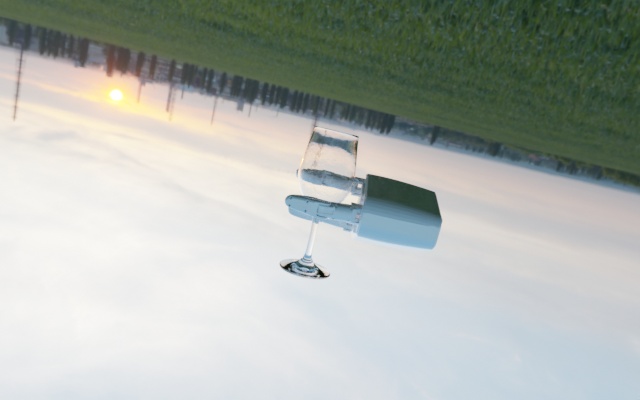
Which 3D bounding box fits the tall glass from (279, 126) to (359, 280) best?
[{"bbox_3d":[0.000,0.003,0.662,0.079,0.201,0.079,12,9,-2],"label":"tall glass"}]
